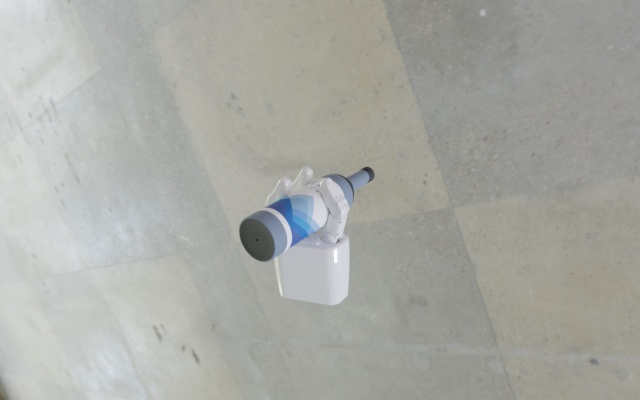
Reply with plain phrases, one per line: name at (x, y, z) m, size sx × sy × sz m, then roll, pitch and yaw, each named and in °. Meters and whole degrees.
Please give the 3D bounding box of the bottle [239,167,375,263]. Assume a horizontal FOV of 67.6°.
bottle at (0.000, 0.002, 0.740) m, size 0.069 × 0.069 × 0.295 m, roll 0°, pitch 20°, yaw 38°
